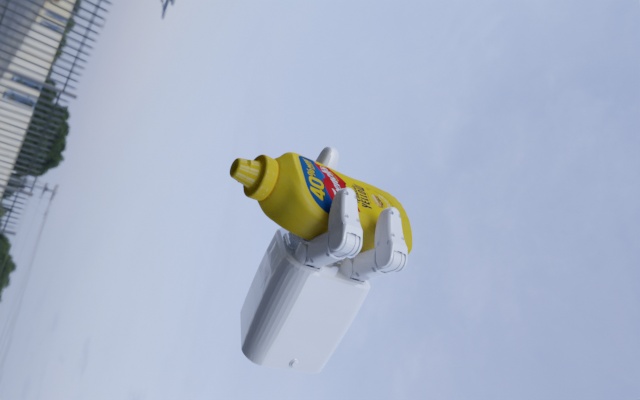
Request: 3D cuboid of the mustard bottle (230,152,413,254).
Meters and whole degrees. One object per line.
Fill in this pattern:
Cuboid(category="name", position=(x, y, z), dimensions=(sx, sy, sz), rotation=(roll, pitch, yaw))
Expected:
Cuboid(category="mustard bottle", position=(0.000, 0.001, 0.463), dimensions=(0.192, 0.096, 0.058), rotation=(21, -55, -32))
